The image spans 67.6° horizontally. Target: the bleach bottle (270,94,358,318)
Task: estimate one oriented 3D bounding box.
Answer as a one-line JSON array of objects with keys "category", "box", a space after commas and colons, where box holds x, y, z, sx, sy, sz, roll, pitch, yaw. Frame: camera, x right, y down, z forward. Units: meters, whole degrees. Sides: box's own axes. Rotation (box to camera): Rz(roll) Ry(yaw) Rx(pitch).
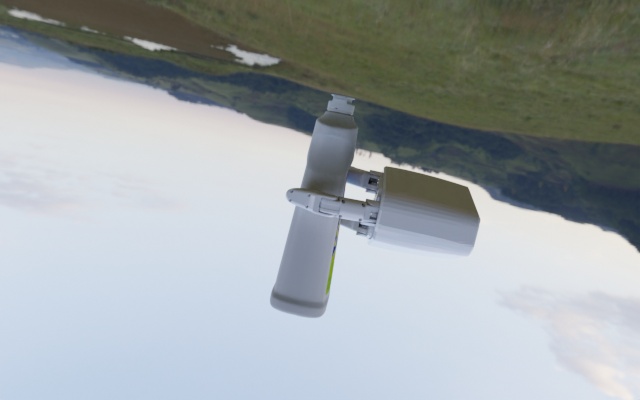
[{"category": "bleach bottle", "box": [0.000, 0.002, 0.564, 0.068, 0.251, 0.102, 12, 9, 3]}]
